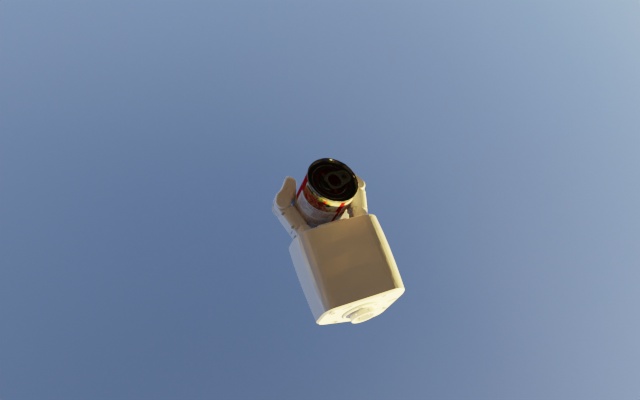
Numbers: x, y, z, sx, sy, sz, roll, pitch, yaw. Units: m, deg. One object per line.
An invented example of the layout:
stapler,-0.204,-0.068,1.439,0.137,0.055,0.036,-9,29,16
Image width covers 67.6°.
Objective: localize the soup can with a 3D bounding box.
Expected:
soup can,0.000,0.002,0.629,0.068,0.068,0.102,0,-34,-22
